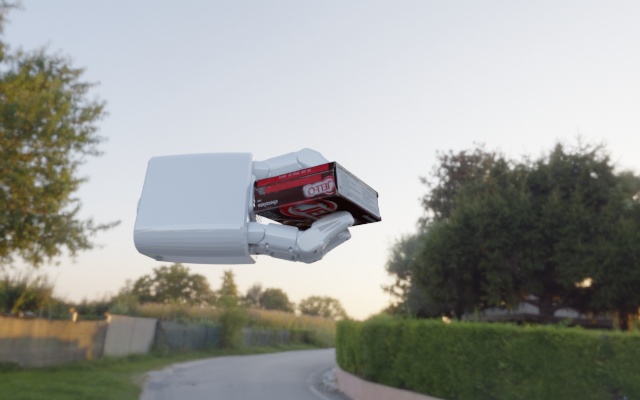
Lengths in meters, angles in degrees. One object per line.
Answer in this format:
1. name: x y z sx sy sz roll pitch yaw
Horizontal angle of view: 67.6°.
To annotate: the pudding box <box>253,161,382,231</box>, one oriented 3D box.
1. pudding box: 0.000 0.001 0.481 0.090 0.039 0.113 -11 -17 26
